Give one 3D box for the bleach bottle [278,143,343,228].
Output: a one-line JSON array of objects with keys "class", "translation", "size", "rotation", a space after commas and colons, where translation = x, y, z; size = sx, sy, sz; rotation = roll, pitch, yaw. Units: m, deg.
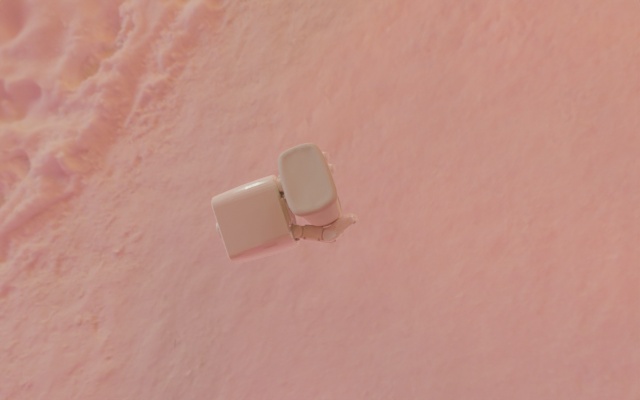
[{"class": "bleach bottle", "translation": [0.000, 0.002, 0.741], "size": [0.068, 0.102, 0.251], "rotation": [-19, -18, 4]}]
